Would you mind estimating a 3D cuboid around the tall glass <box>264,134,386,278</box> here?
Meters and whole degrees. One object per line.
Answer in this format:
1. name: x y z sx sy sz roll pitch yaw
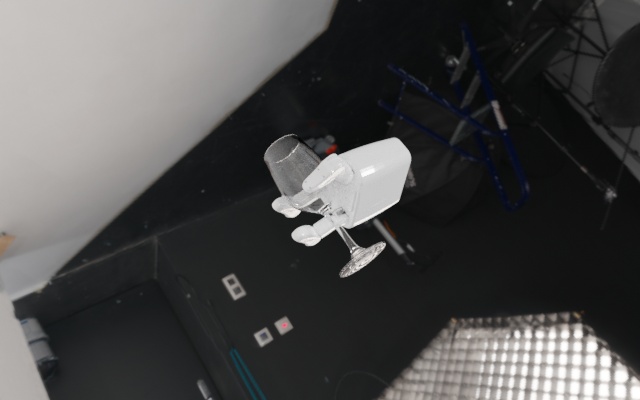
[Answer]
1. tall glass: 0.000 0.003 0.653 0.079 0.201 0.079 -32 -20 -13
